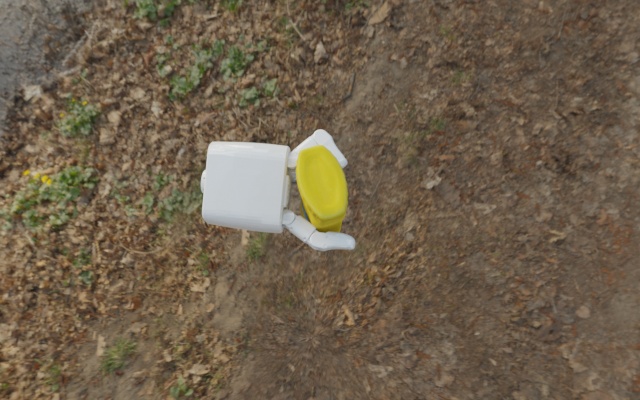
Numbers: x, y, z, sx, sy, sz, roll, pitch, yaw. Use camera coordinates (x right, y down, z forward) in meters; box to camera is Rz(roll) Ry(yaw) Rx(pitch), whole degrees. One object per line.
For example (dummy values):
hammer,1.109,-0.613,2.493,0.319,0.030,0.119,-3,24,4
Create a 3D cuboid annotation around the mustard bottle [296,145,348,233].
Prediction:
mustard bottle,0.000,0.002,0.658,0.058,0.096,0.192,-18,-15,-6
